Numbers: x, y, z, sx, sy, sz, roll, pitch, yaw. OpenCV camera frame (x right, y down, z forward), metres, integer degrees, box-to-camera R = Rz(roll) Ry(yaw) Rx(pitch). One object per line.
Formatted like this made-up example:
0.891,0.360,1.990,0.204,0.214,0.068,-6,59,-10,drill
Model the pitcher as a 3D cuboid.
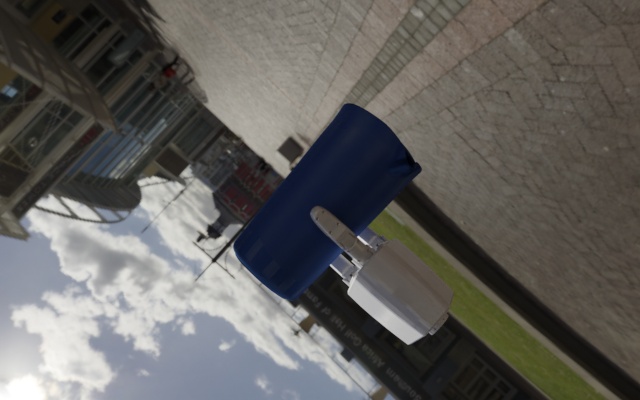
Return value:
0.000,0.002,0.623,0.145,0.243,0.149,41,-4,11,pitcher
